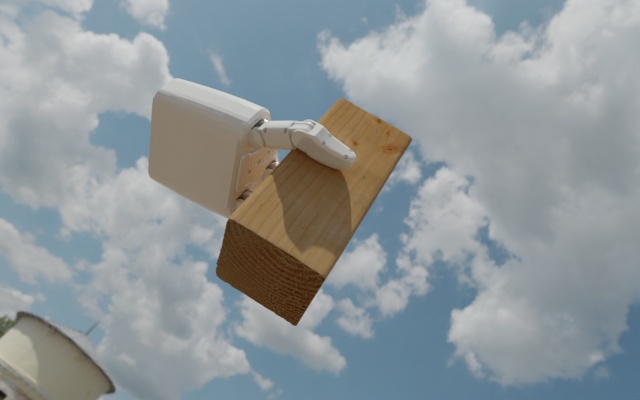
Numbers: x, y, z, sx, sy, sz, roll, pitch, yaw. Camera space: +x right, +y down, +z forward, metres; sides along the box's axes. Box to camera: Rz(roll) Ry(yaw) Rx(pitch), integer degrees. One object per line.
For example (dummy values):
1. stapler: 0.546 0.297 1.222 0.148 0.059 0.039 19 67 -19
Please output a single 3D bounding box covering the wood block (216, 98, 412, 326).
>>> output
1. wood block: 0.000 0.001 0.459 0.090 0.091 0.206 31 48 6
